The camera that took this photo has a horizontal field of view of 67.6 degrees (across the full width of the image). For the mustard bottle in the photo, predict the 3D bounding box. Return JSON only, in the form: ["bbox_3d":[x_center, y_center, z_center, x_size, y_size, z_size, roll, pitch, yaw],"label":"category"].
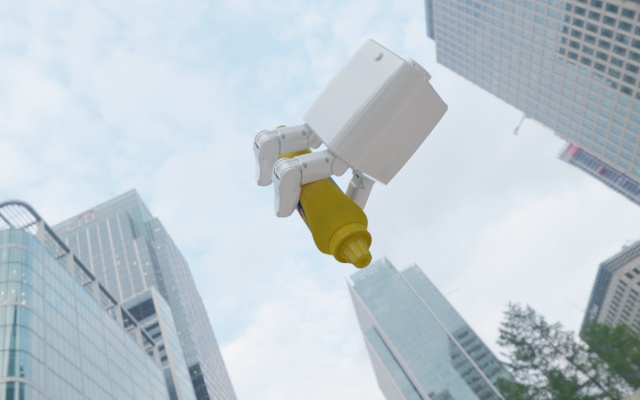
[{"bbox_3d":[0.000,0.002,0.500,0.058,0.096,0.191,-32,44,-5],"label":"mustard bottle"}]
